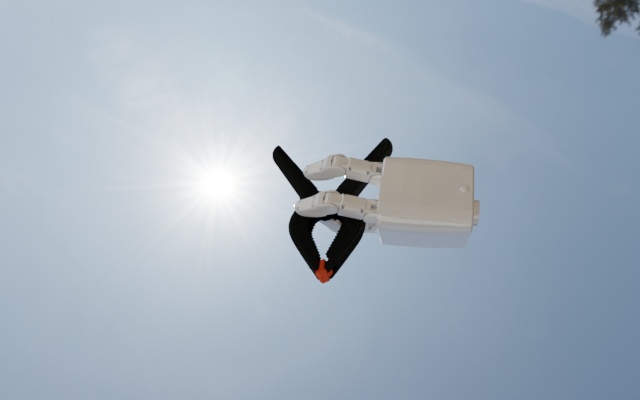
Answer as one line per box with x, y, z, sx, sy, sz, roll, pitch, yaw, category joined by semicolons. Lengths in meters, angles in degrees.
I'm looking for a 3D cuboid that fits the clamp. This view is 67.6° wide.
0.000;0.003;0.605;0.164;0.209;0.036;2;-34;15;clamp
